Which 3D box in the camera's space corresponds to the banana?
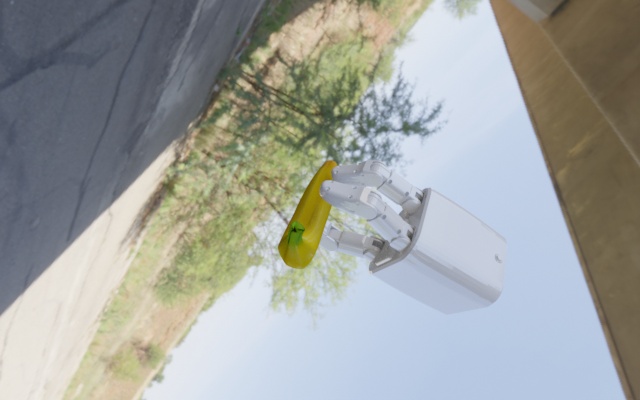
[{"bbox_3d":[-0.009,0.018,0.487,0.037,0.070,0.197,29,23,-4],"label":"banana"}]
